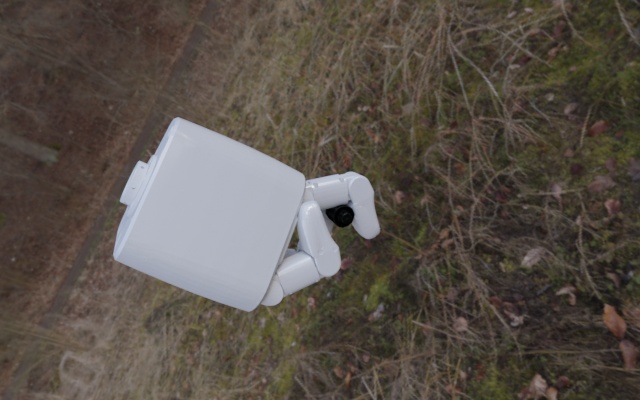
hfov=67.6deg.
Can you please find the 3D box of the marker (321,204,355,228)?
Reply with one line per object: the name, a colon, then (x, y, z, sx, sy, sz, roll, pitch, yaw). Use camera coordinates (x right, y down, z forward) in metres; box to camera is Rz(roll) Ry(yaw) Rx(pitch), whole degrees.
marker: (0.000, 0.001, 0.436, 0.020, 0.020, 0.121, 0, 12, -21)
